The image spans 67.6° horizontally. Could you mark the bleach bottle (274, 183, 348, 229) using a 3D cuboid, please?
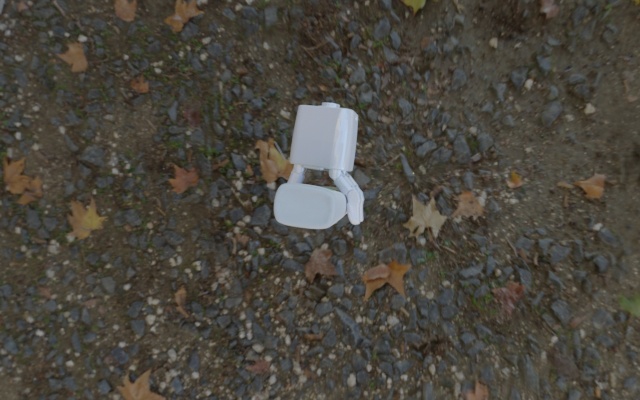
[{"bbox_3d":[0.000,0.003,0.856,0.102,0.068,0.251,9,5,10],"label":"bleach bottle"}]
